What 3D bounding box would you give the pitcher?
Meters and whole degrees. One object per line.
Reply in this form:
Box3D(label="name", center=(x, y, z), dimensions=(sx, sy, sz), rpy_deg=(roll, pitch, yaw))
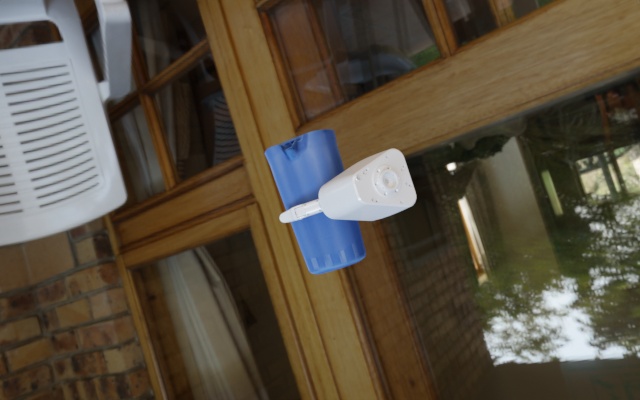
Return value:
Box3D(label="pitcher", center=(0.000, 0.003, 0.871), dimensions=(0.149, 0.243, 0.145), rpy_deg=(-15, -4, -31))
